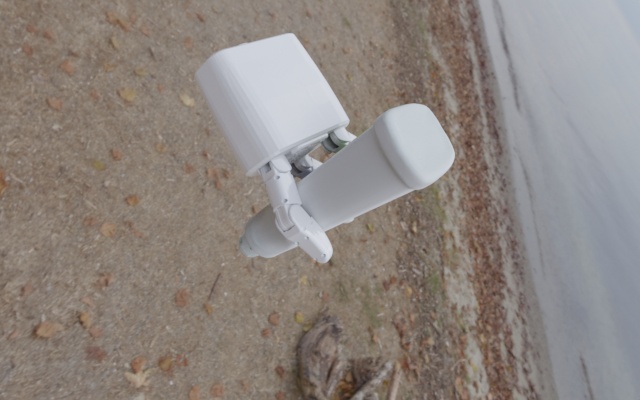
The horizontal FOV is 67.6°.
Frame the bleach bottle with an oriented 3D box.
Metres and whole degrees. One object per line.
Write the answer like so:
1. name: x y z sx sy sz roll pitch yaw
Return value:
1. bleach bottle: 0.000 0.002 0.462 0.251 0.068 0.102 -31 -2 36
